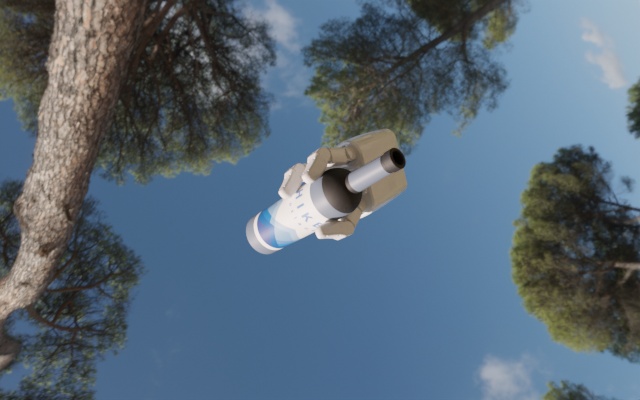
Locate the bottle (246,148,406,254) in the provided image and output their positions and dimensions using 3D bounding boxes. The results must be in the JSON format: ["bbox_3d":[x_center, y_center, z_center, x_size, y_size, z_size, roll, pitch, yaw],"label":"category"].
[{"bbox_3d":[0.000,0.002,0.664,0.069,0.069,0.296,0,-21,-42],"label":"bottle"}]
